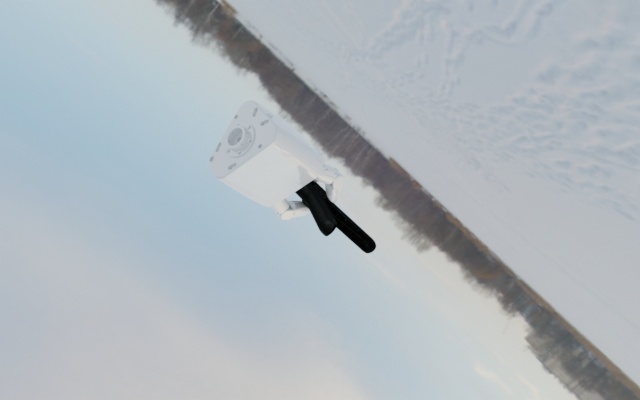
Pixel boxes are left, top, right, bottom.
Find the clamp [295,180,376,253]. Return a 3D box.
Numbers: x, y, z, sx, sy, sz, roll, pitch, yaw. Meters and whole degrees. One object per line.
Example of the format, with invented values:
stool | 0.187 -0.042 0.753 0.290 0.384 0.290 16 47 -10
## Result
clamp | -0.001 0.003 0.758 0.210 0.036 0.165 50 10 37
